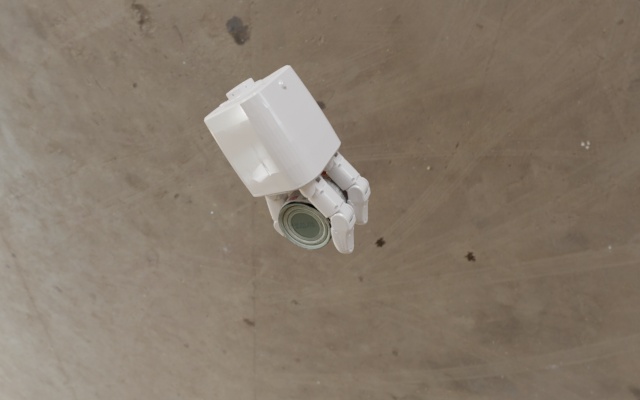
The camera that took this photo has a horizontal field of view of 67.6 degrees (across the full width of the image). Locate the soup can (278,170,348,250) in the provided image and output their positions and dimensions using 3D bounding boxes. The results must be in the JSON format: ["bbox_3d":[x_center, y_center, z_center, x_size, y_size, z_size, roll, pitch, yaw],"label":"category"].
[{"bbox_3d":[0.000,0.002,0.573,0.068,0.068,0.102,0,34,26],"label":"soup can"}]
